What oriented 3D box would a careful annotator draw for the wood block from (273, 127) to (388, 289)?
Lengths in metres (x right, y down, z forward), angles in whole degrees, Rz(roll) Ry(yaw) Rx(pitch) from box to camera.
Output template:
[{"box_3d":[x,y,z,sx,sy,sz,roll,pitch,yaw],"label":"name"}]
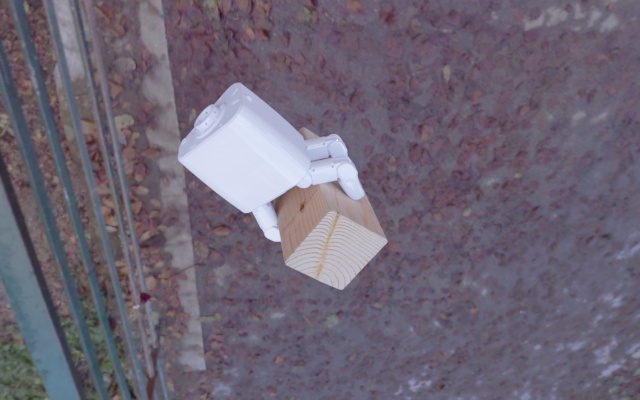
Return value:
[{"box_3d":[0.000,0.002,0.626,0.090,0.091,0.206,29,24,-28],"label":"wood block"}]
